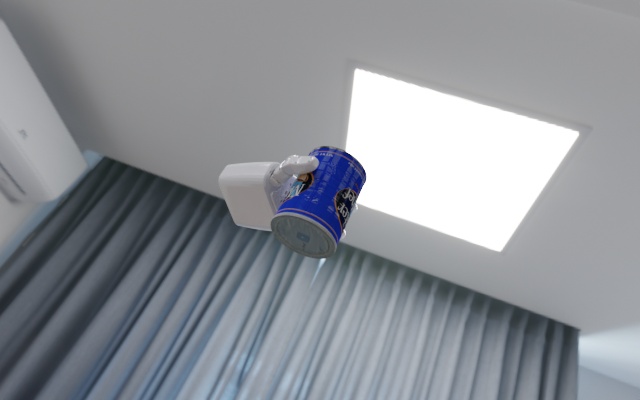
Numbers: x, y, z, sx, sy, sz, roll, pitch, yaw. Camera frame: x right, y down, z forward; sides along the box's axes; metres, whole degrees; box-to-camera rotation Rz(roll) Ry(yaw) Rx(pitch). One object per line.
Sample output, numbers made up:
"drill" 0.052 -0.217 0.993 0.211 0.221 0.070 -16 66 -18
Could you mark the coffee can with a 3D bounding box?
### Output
"coffee can" 0.000 0.002 0.725 0.103 0.140 0.103 19 -34 13
